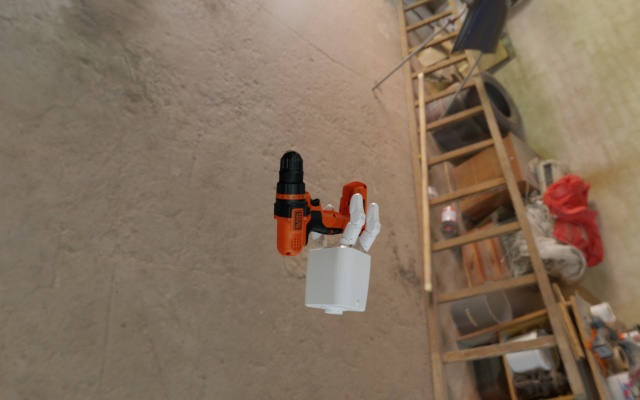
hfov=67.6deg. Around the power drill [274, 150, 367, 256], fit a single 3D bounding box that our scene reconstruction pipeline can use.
[{"bbox_3d":[0.001,0.003,0.876,0.187,0.184,0.057,-2,9,-36],"label":"power drill"}]
